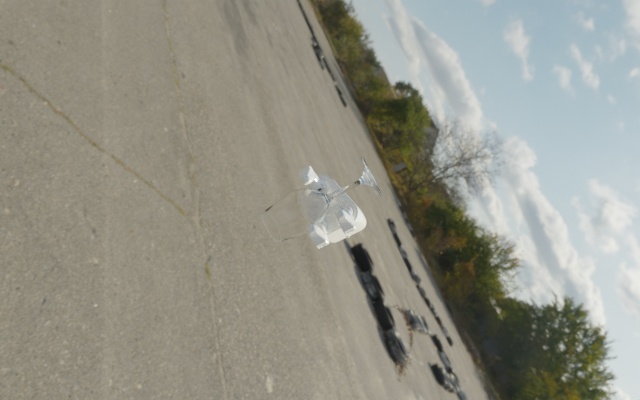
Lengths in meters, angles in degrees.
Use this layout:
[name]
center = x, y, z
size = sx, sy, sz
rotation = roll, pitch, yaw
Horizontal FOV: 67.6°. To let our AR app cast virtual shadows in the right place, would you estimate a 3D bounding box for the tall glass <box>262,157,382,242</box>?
[tall glass]
center = 0.001, 0.002, 0.828
size = 0.201, 0.079, 0.079
rotation = -27, -5, 9
